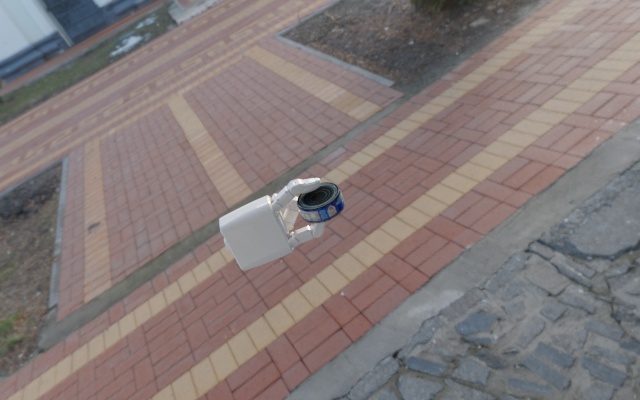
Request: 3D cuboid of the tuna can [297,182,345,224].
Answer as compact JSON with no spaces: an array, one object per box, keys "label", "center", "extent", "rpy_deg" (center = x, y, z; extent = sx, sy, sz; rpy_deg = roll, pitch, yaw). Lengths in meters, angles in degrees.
[{"label":"tuna can","center":[0.000,0.002,0.884],"extent":[0.086,0.034,0.086],"rpy_deg":[-15,32,10]}]
